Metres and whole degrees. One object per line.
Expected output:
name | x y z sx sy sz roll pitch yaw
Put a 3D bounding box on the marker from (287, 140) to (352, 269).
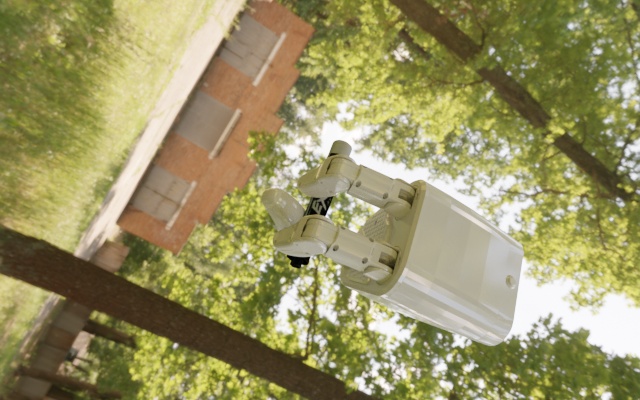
marker | 0.000 0.001 0.400 0.020 0.121 0.020 17 -27 9
